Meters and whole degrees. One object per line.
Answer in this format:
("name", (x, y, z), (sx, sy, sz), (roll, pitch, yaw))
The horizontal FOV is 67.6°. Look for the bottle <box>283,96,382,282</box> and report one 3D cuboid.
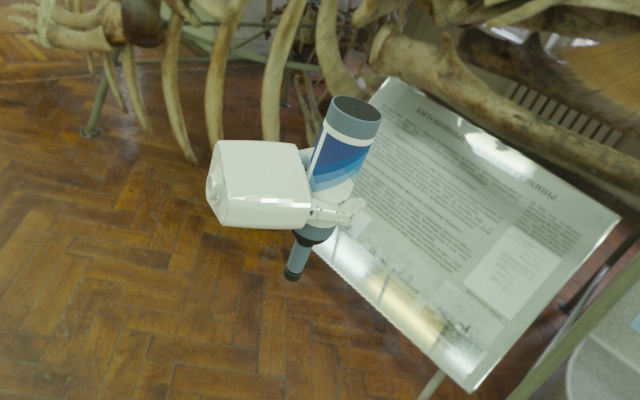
("bottle", (0.000, 0.002, 0.663), (0.069, 0.296, 0.069), (15, 34, -10))
